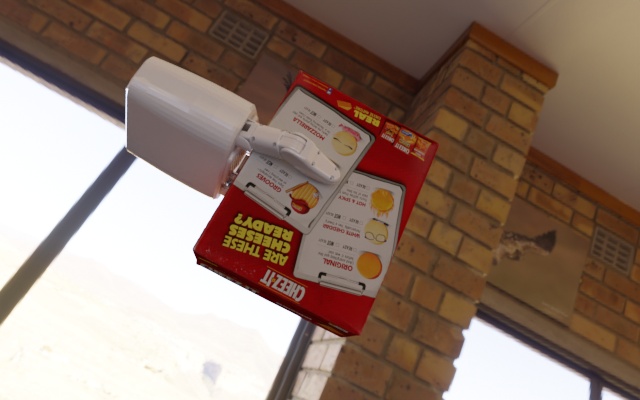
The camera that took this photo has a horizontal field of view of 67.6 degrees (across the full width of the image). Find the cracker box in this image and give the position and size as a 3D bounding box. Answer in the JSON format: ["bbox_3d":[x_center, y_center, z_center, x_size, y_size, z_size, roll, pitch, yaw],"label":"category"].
[{"bbox_3d":[0.000,0.001,0.473,0.164,0.213,0.072,28,-22,-2],"label":"cracker box"}]
